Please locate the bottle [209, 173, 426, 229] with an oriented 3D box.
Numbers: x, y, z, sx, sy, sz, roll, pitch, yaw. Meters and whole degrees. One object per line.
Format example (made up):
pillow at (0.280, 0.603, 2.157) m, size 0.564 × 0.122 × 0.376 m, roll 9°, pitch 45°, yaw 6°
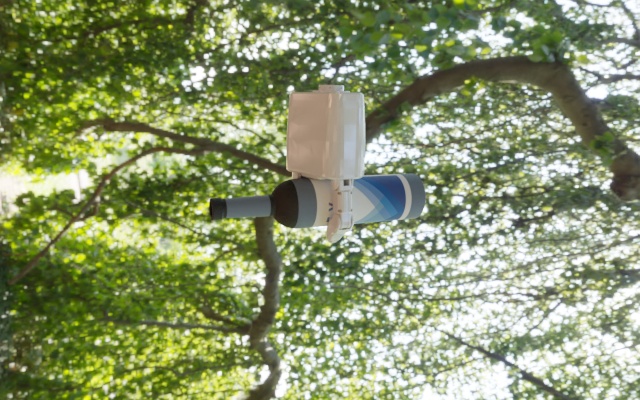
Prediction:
bottle at (0.000, 0.002, 0.646) m, size 0.296 × 0.069 × 0.069 m, roll -4°, pitch 1°, yaw -22°
